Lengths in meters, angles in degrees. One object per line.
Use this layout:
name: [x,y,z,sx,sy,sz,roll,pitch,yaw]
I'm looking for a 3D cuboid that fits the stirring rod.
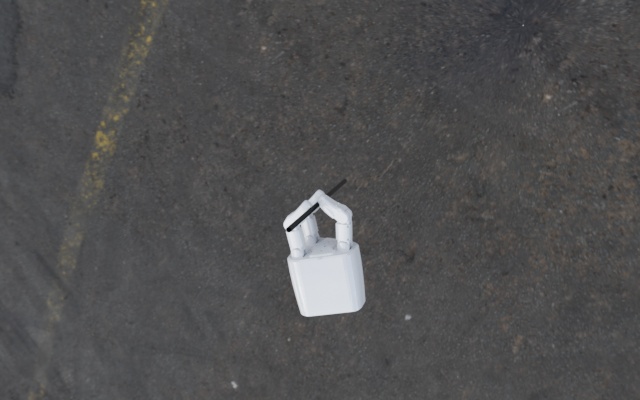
stirring rod: [0.000,0.003,0.768,0.011,0.011,0.239,0,19,23]
